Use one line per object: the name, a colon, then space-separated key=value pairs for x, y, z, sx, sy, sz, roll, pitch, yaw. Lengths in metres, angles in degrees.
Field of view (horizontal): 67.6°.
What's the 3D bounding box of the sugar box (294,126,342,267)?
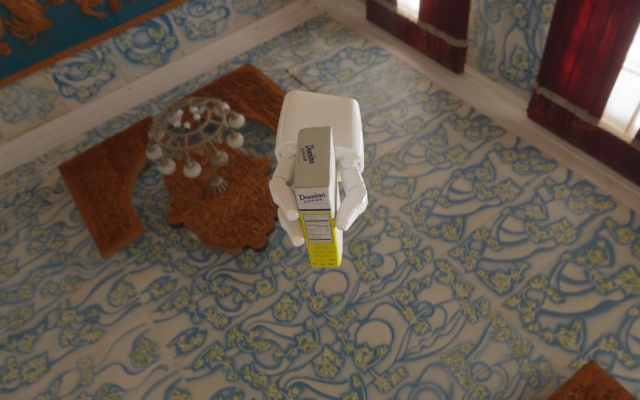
sugar box: x=0.000 y=0.002 z=0.597 sx=0.048 sy=0.093 sz=0.176 roll=-3 pitch=-38 yaw=7
